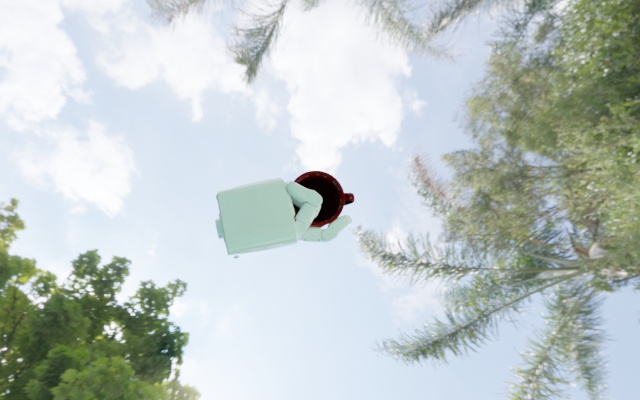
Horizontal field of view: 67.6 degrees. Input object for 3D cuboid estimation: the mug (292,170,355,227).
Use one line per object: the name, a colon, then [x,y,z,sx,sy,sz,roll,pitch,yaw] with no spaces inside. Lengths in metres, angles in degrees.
mug: [0.001,0.002,0.816,0.117,0.093,0.081,-8,-11,-10]
